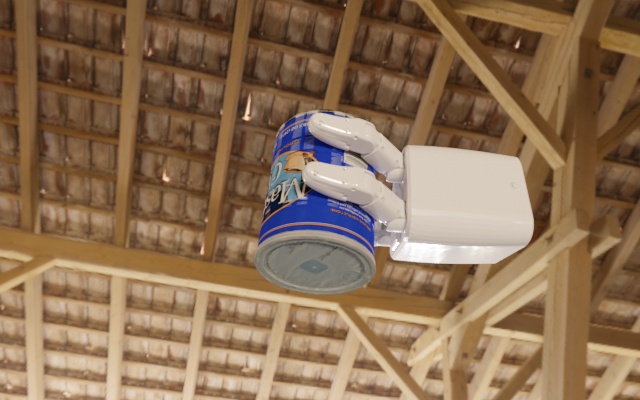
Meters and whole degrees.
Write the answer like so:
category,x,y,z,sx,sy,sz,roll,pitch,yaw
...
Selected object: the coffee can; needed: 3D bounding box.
category,x,y,z,sx,sy,sz,roll,pitch,yaw
coffee can,0.000,0.002,0.442,0.103,0.140,0.103,4,-36,3
